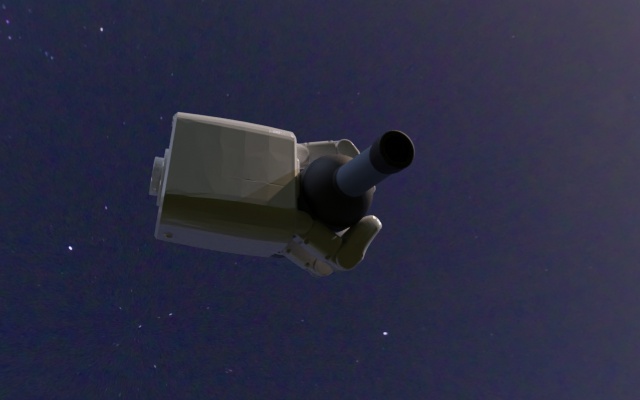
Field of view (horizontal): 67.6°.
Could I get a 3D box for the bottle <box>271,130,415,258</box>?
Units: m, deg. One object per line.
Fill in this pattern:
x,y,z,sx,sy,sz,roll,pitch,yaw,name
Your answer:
0.000,0.002,0.449,0.069,0.069,0.296,0,-14,-21,bottle
